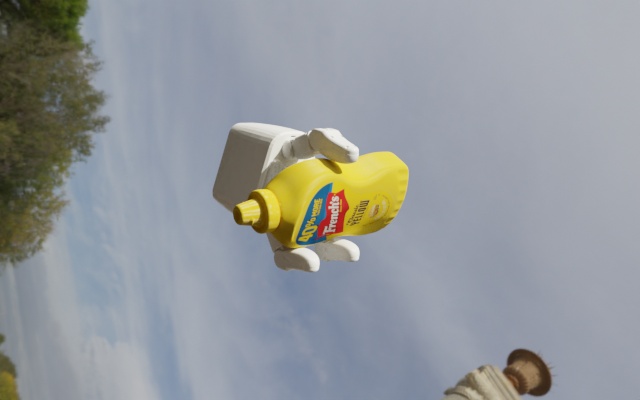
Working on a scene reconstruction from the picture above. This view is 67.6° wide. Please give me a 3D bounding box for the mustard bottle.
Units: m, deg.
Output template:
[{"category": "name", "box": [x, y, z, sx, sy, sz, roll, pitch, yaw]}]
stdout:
[{"category": "mustard bottle", "box": [0.000, 0.002, 0.485, 0.191, 0.096, 0.058, -8, 44, -37]}]
